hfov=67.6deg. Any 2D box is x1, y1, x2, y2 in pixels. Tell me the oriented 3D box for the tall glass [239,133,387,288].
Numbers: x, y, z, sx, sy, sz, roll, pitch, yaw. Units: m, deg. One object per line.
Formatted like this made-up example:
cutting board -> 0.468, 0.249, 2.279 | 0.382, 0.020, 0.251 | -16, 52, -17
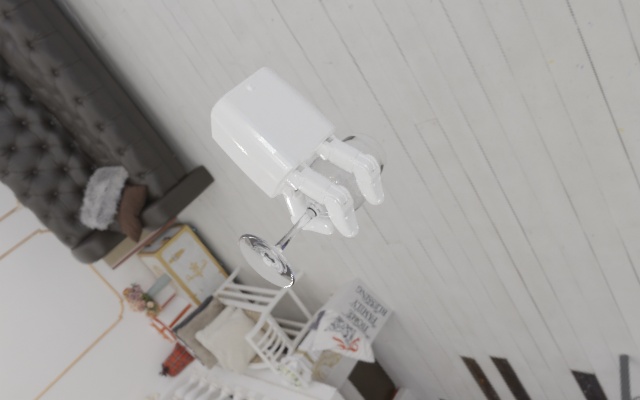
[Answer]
tall glass -> 0.000, 0.002, 0.547 | 0.079, 0.079, 0.201 | 0, 38, 47
